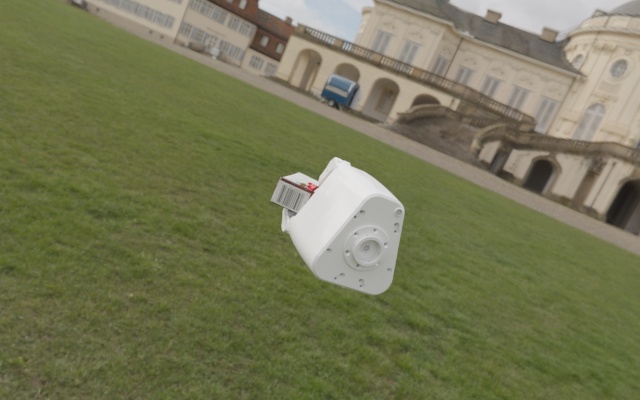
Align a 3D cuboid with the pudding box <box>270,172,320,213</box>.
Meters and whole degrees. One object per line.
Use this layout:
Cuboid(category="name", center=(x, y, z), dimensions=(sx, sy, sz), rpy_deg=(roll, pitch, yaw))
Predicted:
Cuboid(category="pudding box", center=(0.000, 0.002, 0.644), dimensions=(0.113, 0.039, 0.090), rpy_deg=(26, 12, 7))
